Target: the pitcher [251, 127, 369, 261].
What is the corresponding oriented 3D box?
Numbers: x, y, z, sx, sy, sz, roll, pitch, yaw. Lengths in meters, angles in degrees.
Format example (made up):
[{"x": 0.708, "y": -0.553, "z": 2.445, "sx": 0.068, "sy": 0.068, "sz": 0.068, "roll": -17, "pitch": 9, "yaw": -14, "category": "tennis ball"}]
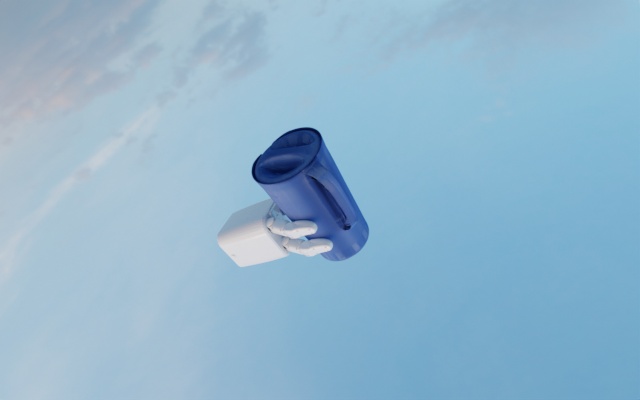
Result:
[{"x": 0.000, "y": 0.003, "z": 0.844, "sx": 0.145, "sy": 0.149, "sz": 0.243, "roll": -19, "pitch": -50, "yaw": 20, "category": "pitcher"}]
